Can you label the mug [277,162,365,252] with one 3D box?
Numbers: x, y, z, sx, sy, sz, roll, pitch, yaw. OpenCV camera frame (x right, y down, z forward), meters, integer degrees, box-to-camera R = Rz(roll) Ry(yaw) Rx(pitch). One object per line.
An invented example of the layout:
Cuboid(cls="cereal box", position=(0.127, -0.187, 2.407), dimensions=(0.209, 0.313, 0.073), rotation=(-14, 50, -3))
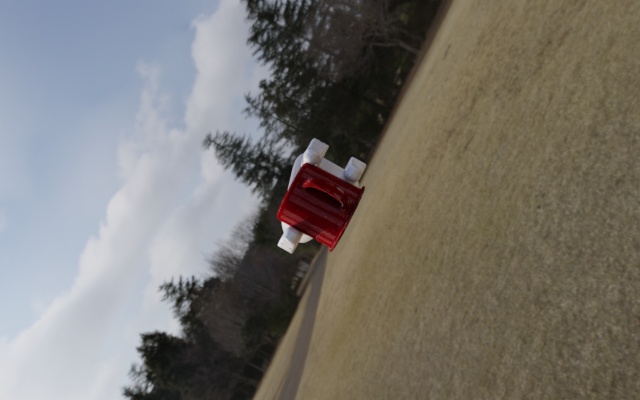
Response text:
Cuboid(cls="mug", position=(0.000, 0.002, 0.583), dimensions=(0.081, 0.093, 0.117), rotation=(28, -16, 0))
